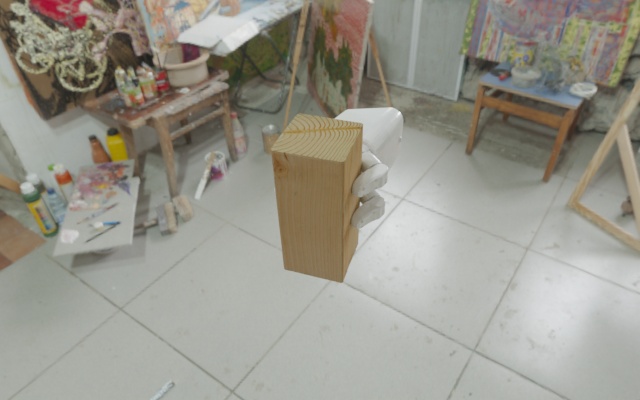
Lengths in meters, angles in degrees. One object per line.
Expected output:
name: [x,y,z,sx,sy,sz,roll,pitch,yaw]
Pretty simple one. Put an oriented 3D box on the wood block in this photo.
wood block: [0.000,0.002,0.634,0.091,0.206,0.090,11,42,15]
